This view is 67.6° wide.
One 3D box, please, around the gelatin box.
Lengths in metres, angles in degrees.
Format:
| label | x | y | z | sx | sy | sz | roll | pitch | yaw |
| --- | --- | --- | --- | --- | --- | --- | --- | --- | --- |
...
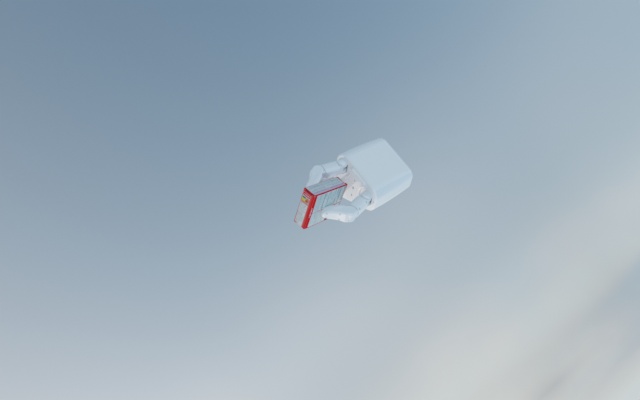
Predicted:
| label | x | y | z | sx | sy | sz | roll | pitch | yaw |
| --- | --- | --- | --- | --- | --- | --- | --- | --- | --- |
| gelatin box | 0.000 | 0.003 | 0.834 | 0.030 | 0.073 | 0.089 | 39 | 39 | 26 |
